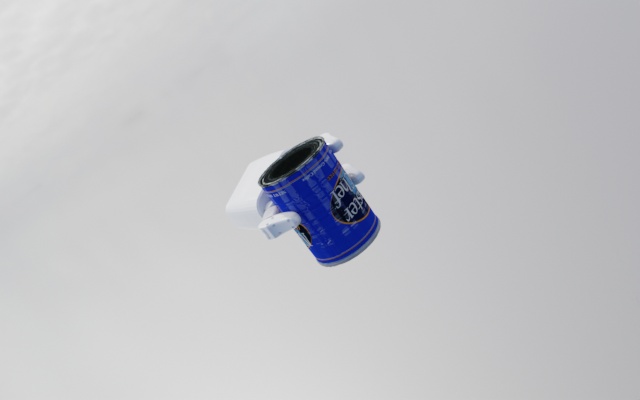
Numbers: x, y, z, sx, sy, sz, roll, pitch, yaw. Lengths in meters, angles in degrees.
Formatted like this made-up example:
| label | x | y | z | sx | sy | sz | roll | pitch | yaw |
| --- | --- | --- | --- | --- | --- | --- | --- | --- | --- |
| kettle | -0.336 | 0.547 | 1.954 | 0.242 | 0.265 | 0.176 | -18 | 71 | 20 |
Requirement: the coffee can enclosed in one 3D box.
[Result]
| label | x | y | z | sx | sy | sz | roll | pitch | yaw |
| --- | --- | --- | --- | --- | --- | --- | --- | --- | --- |
| coffee can | 0.000 | 0.002 | 0.627 | 0.103 | 0.140 | 0.102 | -31 | 21 | 13 |
